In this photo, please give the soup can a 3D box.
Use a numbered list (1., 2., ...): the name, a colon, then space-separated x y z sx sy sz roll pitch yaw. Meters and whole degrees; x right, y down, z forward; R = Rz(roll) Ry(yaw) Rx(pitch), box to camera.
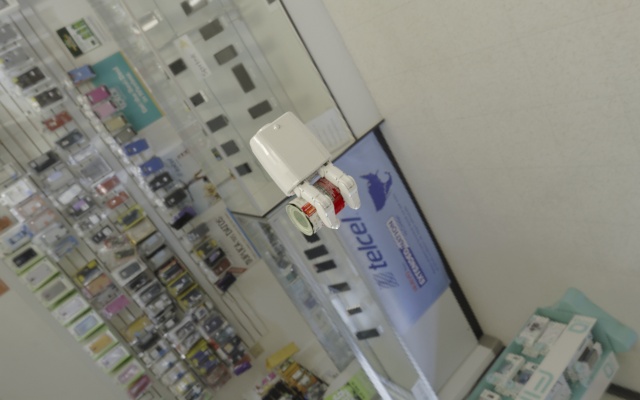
1. soup can: 0.000 0.003 0.810 0.102 0.068 0.068 -40 18 -23
